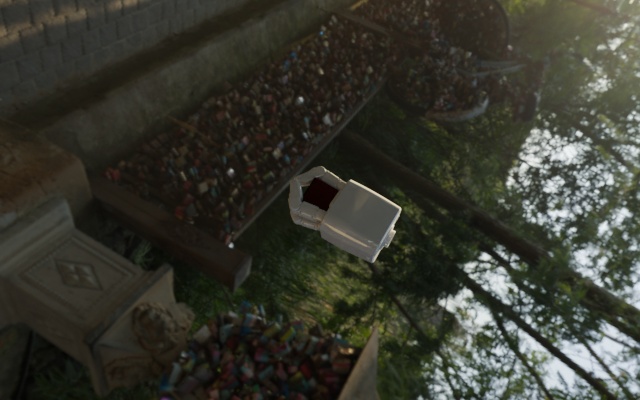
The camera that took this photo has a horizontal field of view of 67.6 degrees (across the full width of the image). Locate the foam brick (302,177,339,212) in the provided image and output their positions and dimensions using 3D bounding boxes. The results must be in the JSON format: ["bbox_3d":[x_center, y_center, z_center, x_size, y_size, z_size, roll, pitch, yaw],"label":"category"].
[{"bbox_3d":[0.000,0.003,0.873,0.051,0.053,0.078,29,-14,12],"label":"foam brick"}]
